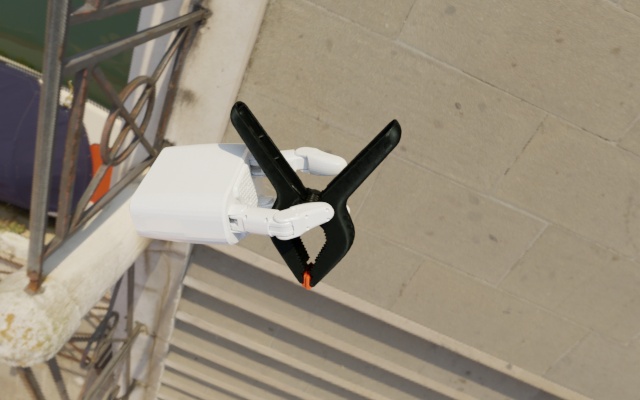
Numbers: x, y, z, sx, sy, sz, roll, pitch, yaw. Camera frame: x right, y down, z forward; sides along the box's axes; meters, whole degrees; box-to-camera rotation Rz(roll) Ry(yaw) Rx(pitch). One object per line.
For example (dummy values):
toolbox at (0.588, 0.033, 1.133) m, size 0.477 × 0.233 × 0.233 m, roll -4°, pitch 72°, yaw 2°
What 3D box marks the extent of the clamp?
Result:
clamp at (0.000, 0.002, 0.487) m, size 0.164 × 0.210 × 0.036 m, roll 3°, pitch 29°, yaw 16°
